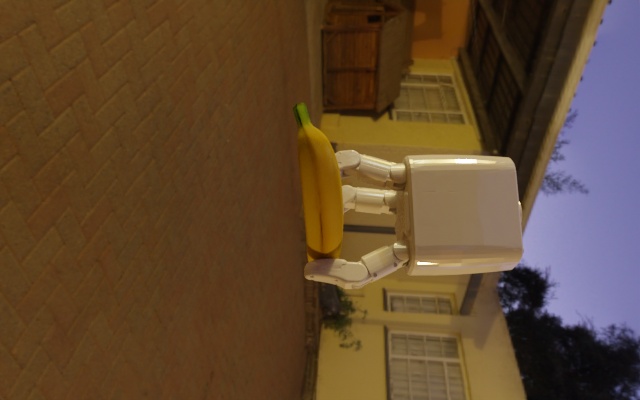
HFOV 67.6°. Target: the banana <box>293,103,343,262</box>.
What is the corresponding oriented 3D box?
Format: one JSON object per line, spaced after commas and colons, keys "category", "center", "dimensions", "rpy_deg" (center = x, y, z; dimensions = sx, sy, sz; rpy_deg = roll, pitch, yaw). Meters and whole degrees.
{"category": "banana", "center": [0.002, 0.010, 0.454], "dimensions": [0.037, 0.198, 0.069], "rpy_deg": [-6, 38, -2]}
